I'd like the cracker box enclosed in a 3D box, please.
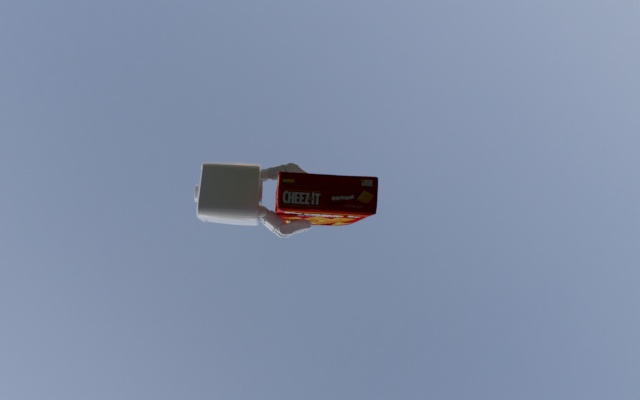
[{"bbox_3d":[0.000,0.003,0.868,0.164,0.072,0.214,3,-7,-7],"label":"cracker box"}]
